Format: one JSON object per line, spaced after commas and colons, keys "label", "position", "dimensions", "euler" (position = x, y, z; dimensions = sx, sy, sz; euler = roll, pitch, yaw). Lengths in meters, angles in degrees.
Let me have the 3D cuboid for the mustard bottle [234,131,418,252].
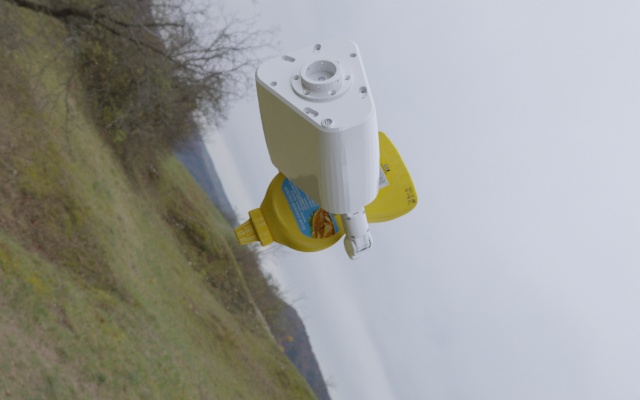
{"label": "mustard bottle", "position": [0.000, 0.002, 0.511], "dimensions": [0.191, 0.096, 0.058], "euler": [-23, -11, -10]}
